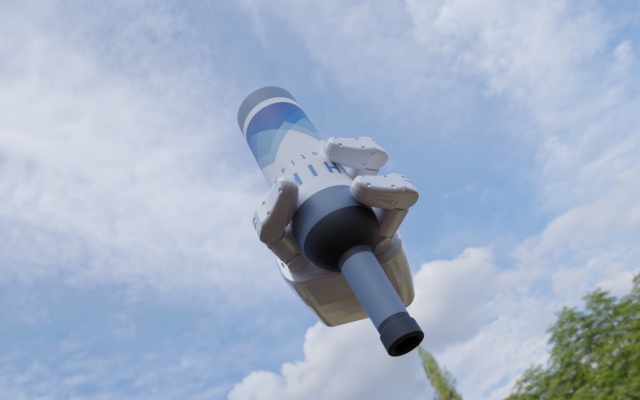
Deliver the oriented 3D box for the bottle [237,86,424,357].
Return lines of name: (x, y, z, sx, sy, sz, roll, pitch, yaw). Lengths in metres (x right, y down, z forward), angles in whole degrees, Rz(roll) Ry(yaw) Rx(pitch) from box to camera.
bottle: (0.000, 0.001, 0.411, 0.069, 0.069, 0.295, 0, 40, -30)
